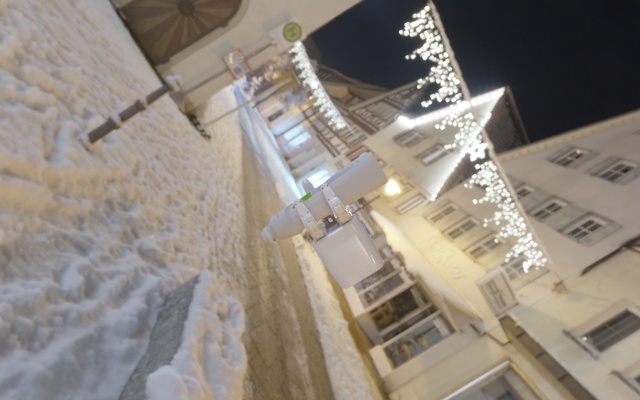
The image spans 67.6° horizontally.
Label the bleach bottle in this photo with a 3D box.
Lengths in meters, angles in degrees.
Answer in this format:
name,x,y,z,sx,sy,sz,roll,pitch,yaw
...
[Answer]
name,x,y,z,sx,sy,sz,roll,pitch,yaw
bleach bottle,0.000,0.003,0.893,0.251,0.068,0.102,-32,8,1
